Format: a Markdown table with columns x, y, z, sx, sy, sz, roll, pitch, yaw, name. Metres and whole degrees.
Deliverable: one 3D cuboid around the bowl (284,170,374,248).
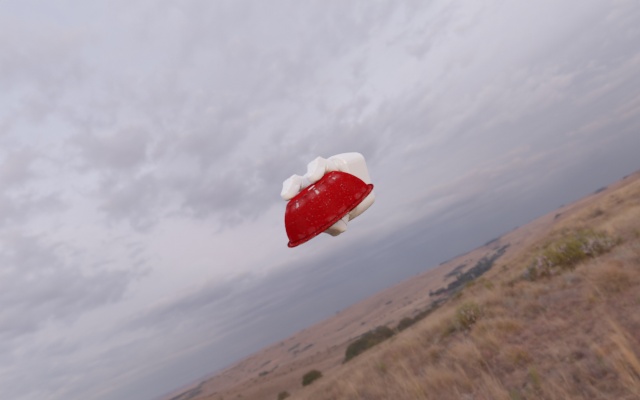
| x | y | z | sx | sy | sz | roll | pitch | yaw | name |
| --- | --- | --- | --- | --- | --- | --- | --- | --- | --- |
| 0.000 | 0.002 | 0.725 | 0.162 | 0.055 | 0.162 | -35 | 7 | 5 | bowl |
